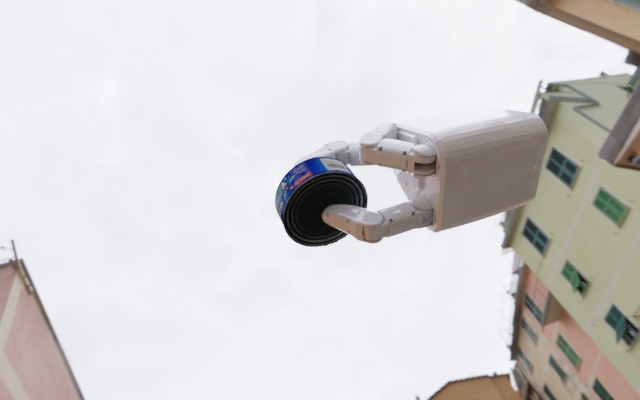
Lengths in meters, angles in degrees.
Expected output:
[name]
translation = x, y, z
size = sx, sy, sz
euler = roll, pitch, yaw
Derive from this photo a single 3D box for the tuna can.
[tuna can]
translation = 0.000, 0.001, 0.461
size = 0.086, 0.086, 0.033
euler = 0, 33, -25
